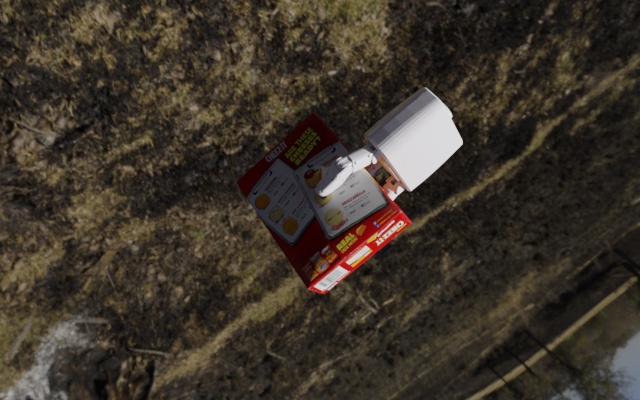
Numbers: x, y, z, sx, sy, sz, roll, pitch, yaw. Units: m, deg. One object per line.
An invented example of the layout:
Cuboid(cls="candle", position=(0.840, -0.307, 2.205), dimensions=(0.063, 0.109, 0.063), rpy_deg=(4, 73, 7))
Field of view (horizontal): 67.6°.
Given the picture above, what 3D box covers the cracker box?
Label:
Cuboid(cls="cracker box", position=(0.000, 0.002, 0.698), dimensions=(0.164, 0.213, 0.072), rpy_deg=(-41, -29, 6))
